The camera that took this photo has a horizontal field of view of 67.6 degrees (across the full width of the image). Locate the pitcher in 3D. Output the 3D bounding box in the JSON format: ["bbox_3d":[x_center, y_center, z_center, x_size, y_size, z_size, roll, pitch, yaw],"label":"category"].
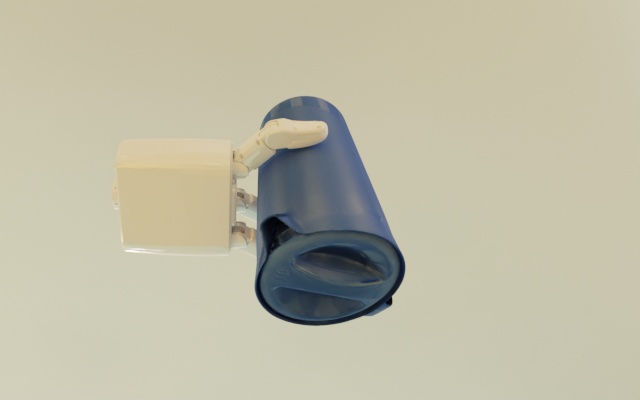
[{"bbox_3d":[0.000,0.002,0.505,0.145,0.149,0.242,0,42,-10],"label":"pitcher"}]
